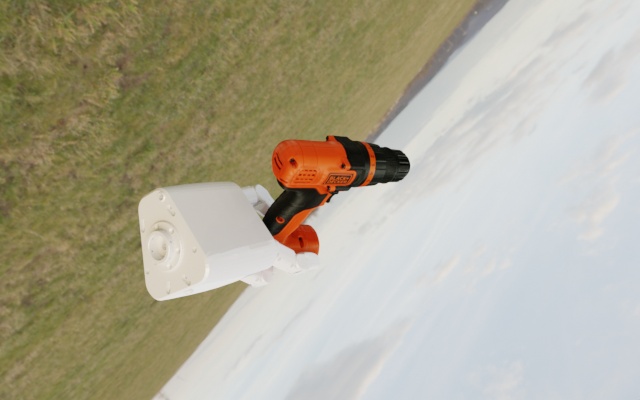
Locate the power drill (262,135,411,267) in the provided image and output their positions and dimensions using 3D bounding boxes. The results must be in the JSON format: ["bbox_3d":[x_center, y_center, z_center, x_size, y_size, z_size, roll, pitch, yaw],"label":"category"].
[{"bbox_3d":[0.000,0.002,0.575,0.184,0.057,0.188,1,-42,-36],"label":"power drill"}]
